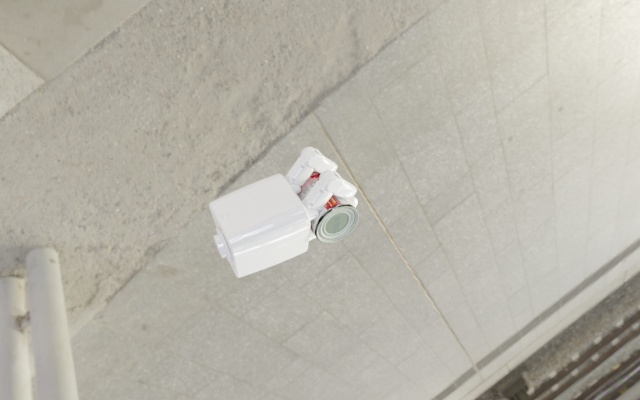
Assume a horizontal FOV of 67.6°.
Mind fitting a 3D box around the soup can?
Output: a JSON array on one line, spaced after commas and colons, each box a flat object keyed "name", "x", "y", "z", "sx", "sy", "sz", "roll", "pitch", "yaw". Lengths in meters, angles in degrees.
[{"name": "soup can", "x": 0.001, "y": 0.002, "z": 0.666, "sx": 0.068, "sy": 0.068, "sz": 0.102, "roll": 0, "pitch": 37, "yaw": -35}]
